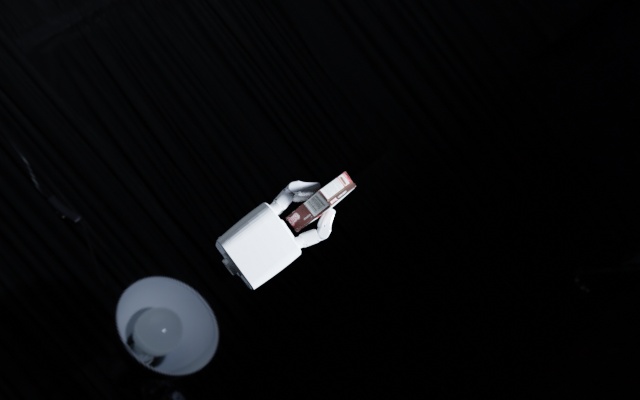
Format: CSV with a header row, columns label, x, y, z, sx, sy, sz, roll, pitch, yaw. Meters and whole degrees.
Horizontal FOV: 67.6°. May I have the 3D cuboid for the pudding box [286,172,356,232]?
label,x,y,z,sx,sy,sz,roll,pitch,yaw
pudding box,0.000,0.003,0.874,0.113,0.039,0.090,-36,1,44
